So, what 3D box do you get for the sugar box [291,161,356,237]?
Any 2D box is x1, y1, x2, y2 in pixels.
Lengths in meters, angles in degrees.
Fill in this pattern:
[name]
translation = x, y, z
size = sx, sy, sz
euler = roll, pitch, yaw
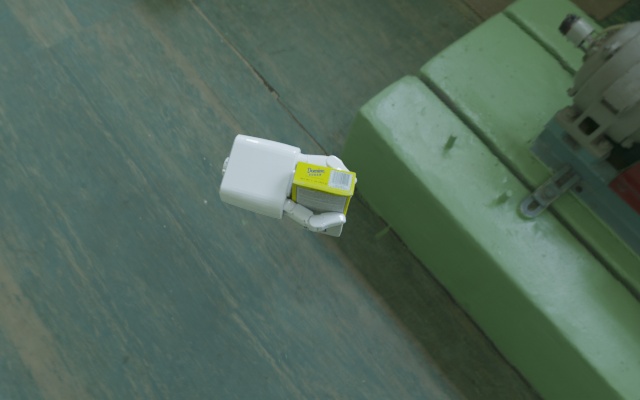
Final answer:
[sugar box]
translation = 0.000, 0.002, 0.792
size = 0.093, 0.048, 0.176
euler = 13, -23, 1
